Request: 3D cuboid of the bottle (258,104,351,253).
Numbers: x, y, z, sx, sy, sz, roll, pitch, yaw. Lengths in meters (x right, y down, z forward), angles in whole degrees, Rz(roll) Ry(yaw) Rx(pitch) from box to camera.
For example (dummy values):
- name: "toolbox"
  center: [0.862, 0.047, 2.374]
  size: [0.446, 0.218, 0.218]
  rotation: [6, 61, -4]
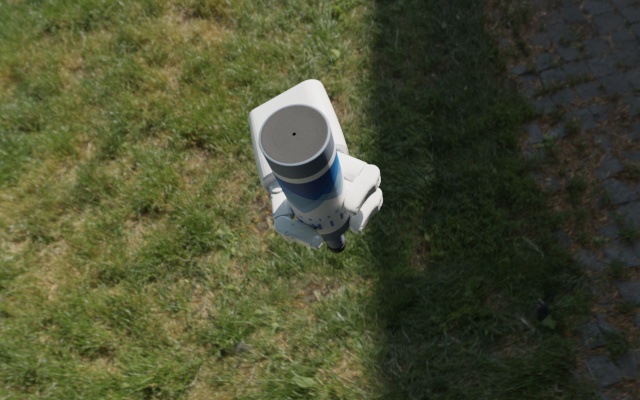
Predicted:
- name: "bottle"
  center: [0.000, 0.002, 0.558]
  size: [0.069, 0.069, 0.296]
  rotation: [0, -25, 10]
